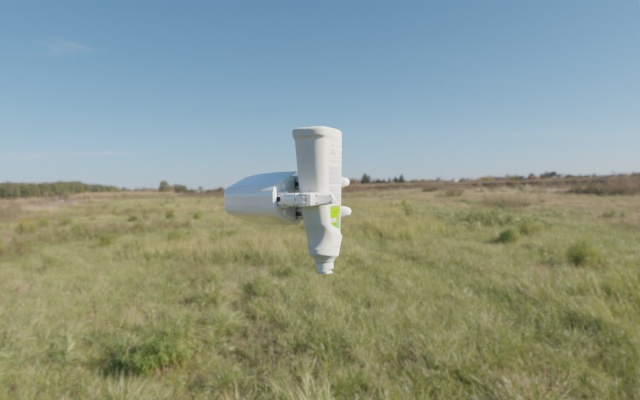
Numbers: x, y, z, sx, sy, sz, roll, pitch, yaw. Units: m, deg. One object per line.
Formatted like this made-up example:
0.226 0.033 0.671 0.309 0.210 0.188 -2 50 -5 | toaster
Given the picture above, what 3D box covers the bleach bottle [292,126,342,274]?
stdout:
0.000 0.003 0.830 0.068 0.251 0.102 -1 2 25 | bleach bottle
